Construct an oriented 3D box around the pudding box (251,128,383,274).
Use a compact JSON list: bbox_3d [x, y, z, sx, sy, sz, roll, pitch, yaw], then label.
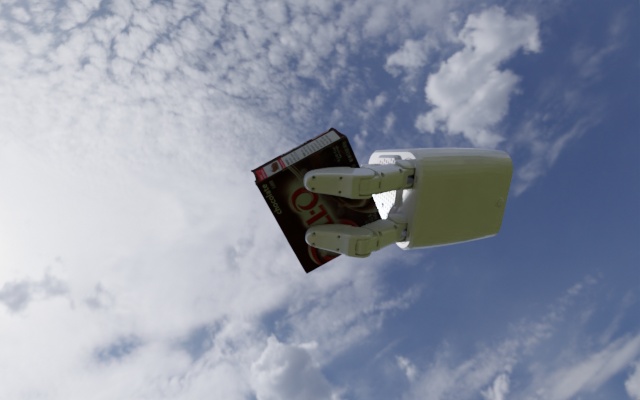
[{"bbox_3d":[0.000,0.001,0.448,0.090,0.113,0.039,-29,28,-4],"label":"pudding box"}]
